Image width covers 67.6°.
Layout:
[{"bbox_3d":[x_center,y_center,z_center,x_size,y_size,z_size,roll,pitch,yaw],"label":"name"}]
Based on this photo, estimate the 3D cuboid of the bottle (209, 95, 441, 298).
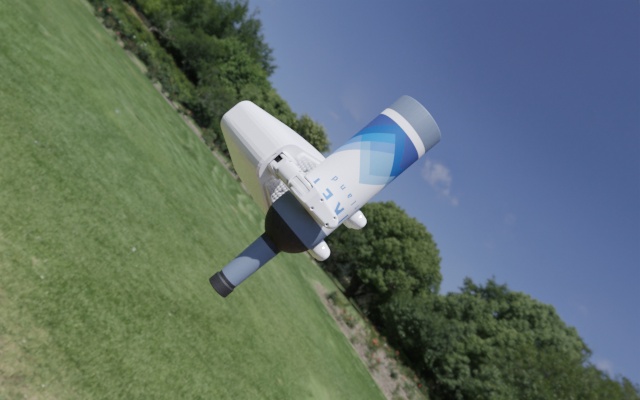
[{"bbox_3d":[0.000,0.002,0.529,0.295,0.069,0.069,-40,3,-4],"label":"bottle"}]
